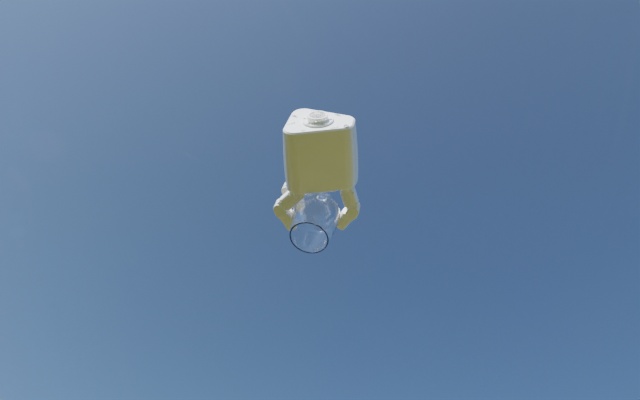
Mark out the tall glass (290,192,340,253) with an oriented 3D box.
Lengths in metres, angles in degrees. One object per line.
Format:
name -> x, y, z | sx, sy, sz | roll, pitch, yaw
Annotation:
tall glass -> 0.000, 0.002, 0.816 | 0.079, 0.079, 0.201 | 0, 34, 13
